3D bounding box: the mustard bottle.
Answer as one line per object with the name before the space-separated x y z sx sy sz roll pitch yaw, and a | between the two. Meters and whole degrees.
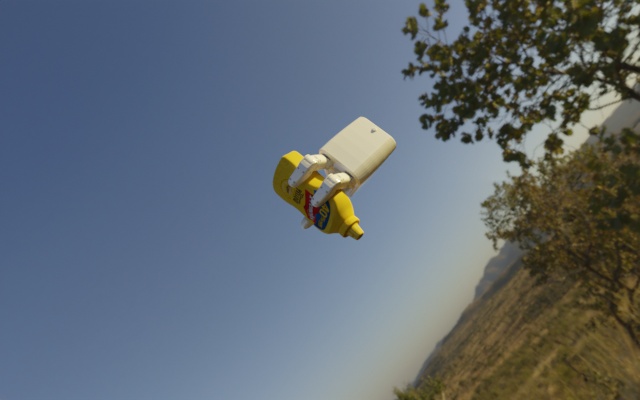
mustard bottle | 0.000 0.003 0.839 0.191 0.096 0.058 40 47 21
